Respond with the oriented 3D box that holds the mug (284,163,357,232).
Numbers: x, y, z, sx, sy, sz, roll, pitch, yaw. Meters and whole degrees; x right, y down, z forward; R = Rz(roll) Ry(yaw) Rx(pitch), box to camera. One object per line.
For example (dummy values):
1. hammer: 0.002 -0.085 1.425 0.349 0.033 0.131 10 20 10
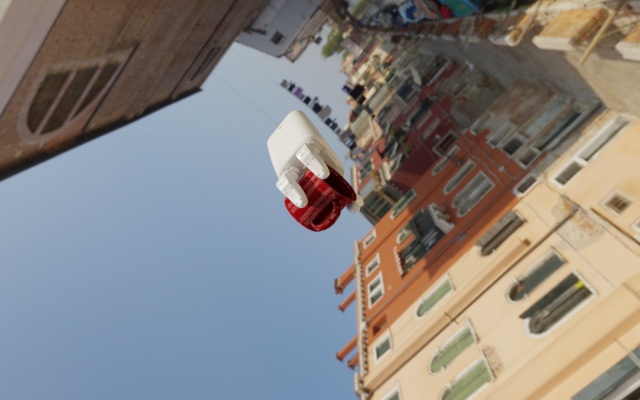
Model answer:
1. mug: 0.000 0.003 0.748 0.093 0.081 0.117 29 23 -35
